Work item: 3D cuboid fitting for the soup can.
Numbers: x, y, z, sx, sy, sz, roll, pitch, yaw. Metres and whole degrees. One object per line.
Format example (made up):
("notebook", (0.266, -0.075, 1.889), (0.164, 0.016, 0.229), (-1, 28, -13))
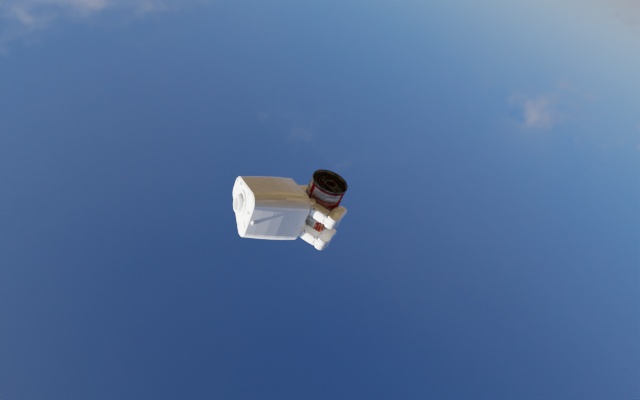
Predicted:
("soup can", (0.000, 0.003, 0.887), (0.068, 0.102, 0.068), (17, 35, -12))
